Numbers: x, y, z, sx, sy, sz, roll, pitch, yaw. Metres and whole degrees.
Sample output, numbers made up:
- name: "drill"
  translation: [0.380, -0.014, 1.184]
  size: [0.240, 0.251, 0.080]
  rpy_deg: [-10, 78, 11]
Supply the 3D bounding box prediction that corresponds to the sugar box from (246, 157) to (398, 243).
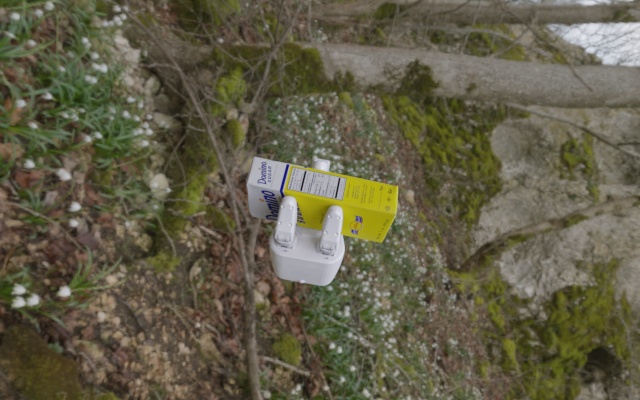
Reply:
- name: "sugar box"
  translation: [0.000, 0.002, 0.588]
  size: [0.176, 0.048, 0.093]
  rpy_deg: [9, -27, 0]
